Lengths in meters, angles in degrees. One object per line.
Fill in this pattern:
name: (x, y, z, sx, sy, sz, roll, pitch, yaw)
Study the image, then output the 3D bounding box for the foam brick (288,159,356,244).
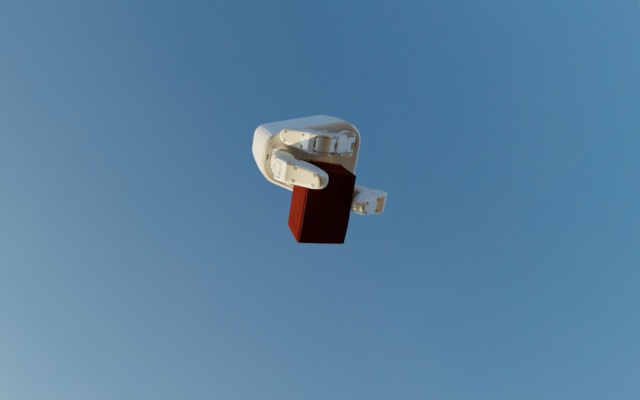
foam brick: (0.000, 0.002, 0.509, 0.053, 0.078, 0.051, 5, 15, -19)
